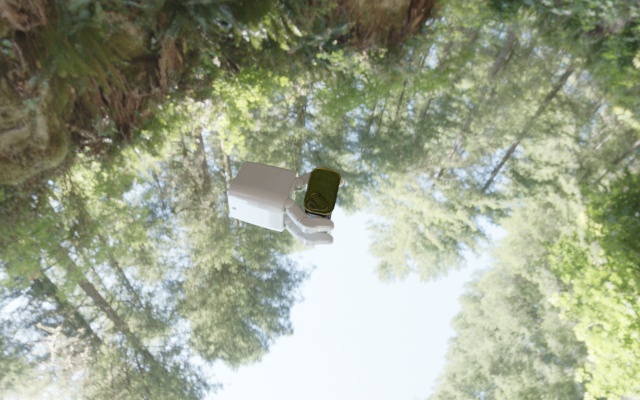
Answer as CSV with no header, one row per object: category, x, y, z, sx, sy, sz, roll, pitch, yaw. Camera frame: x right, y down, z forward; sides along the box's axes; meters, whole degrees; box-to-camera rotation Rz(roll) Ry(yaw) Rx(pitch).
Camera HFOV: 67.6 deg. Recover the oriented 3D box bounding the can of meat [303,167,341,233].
can of meat,0.000,0.003,0.898,0.057,0.102,0.084,12,-34,2
